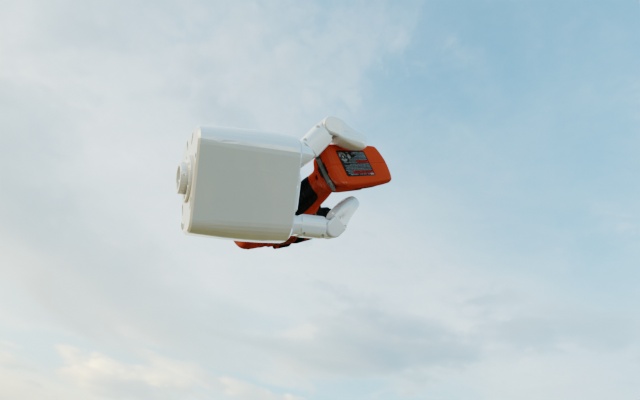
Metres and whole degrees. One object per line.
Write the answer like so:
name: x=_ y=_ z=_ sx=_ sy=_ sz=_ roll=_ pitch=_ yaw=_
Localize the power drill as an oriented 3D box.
power drill: x=0.000 y=0.002 z=0.618 sx=0.184 sy=0.057 sz=0.188 roll=-8 pitch=-25 yaw=-48
